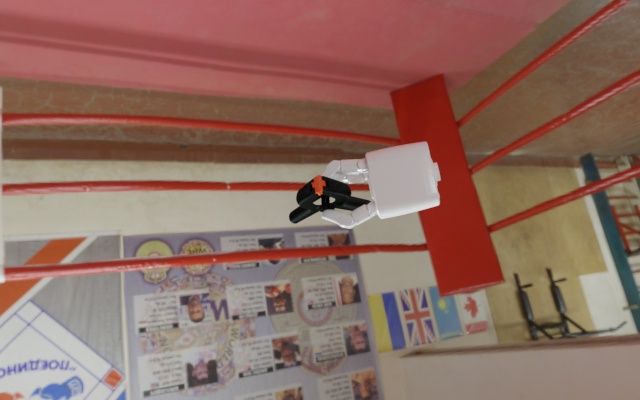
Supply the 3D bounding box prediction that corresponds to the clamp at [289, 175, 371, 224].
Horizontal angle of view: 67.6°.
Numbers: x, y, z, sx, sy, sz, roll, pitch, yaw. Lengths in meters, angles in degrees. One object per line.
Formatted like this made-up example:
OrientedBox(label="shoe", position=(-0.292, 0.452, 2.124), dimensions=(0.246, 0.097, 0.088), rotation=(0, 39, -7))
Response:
OrientedBox(label="clamp", position=(0.000, 0.003, 0.850), dimensions=(0.164, 0.036, 0.210), rotation=(-11, -16, 11))
